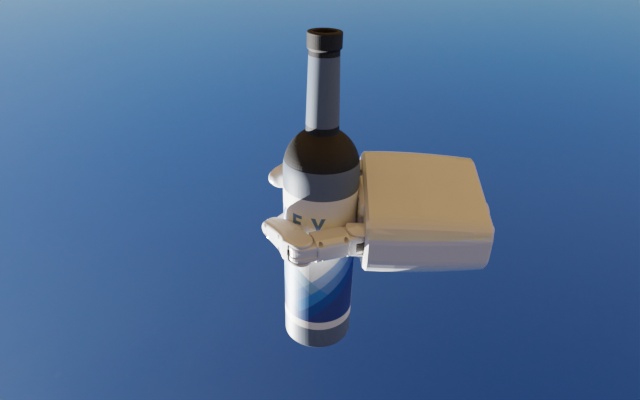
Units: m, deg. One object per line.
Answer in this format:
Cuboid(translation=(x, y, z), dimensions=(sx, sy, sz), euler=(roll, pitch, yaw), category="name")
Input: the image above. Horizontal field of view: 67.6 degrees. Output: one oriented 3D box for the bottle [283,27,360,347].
Cuboid(translation=(0.000, 0.002, 0.428), dimensions=(0.069, 0.296, 0.069), euler=(1, 30, -1), category="bottle")
